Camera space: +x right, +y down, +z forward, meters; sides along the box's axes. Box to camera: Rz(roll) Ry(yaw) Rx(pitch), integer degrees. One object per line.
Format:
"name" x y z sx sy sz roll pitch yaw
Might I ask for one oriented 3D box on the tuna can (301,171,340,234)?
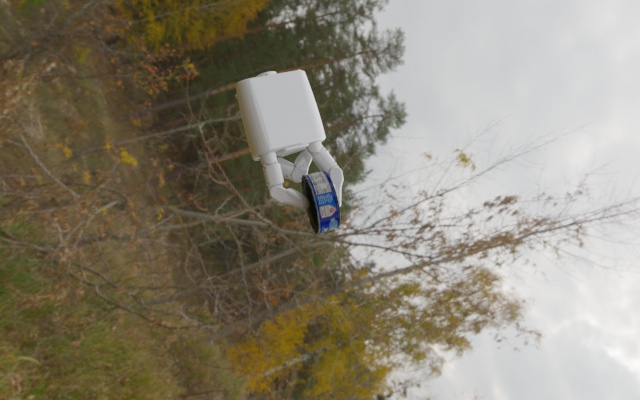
"tuna can" 0.001 0.002 0.680 0.034 0.086 0.086 -13 2 -11
